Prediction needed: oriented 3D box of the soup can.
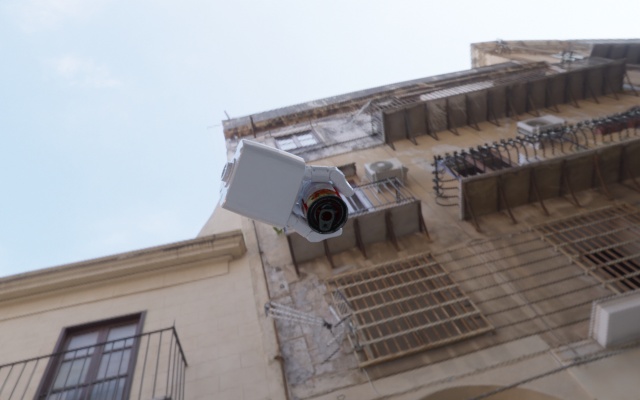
[{"bbox_3d":[0.001,0.002,0.783,0.068,0.068,0.102,0,24,-14],"label":"soup can"}]
